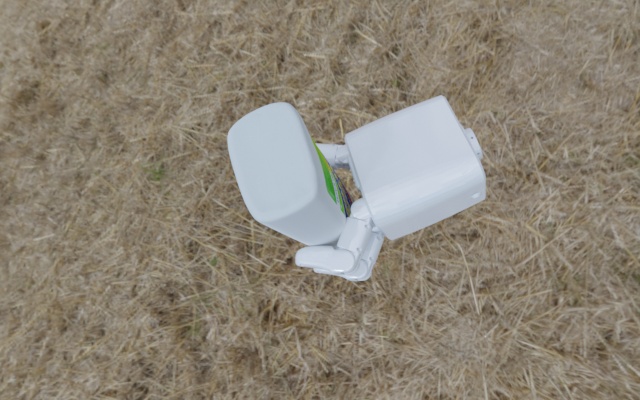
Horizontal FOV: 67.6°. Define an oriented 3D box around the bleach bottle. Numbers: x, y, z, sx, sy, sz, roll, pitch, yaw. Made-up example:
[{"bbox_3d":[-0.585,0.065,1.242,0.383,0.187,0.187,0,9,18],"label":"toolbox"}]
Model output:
[{"bbox_3d":[0.000,0.002,0.488,0.068,0.102,0.251,-23,-21,11],"label":"bleach bottle"}]
